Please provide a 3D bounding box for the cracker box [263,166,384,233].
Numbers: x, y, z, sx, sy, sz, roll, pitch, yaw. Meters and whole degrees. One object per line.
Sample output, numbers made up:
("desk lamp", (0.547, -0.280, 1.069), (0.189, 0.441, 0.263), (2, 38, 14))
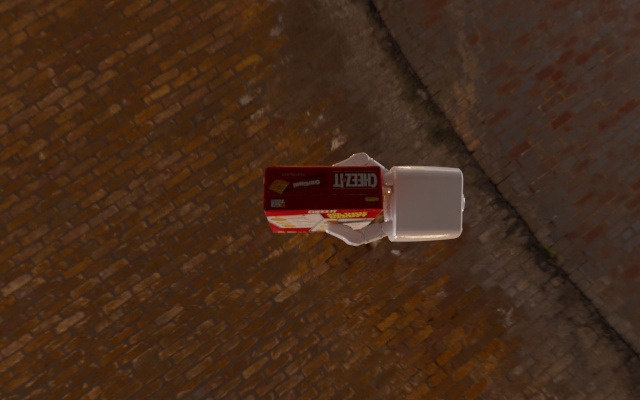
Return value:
("cracker box", (0.000, 0.003, 0.749), (0.164, 0.072, 0.214), (-1, -12, -3))
